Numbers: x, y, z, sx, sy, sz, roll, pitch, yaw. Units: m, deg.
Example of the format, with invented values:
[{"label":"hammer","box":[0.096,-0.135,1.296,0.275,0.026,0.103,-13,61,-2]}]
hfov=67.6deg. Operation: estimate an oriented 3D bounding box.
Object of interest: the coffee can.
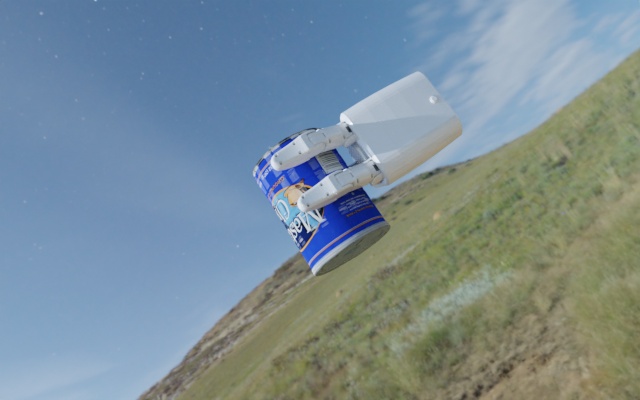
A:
[{"label":"coffee can","box":[0.000,0.002,0.557,0.103,0.140,0.103,-31,-15,-9]}]
